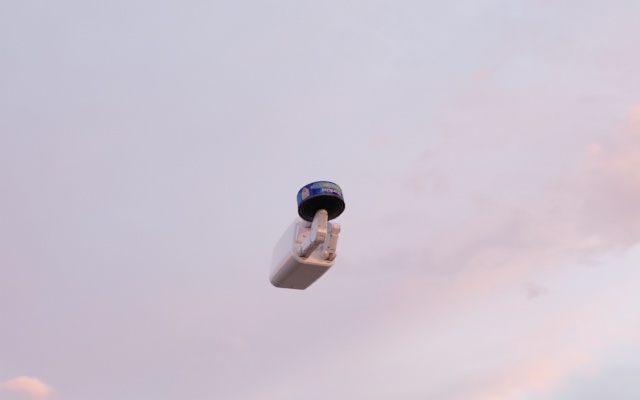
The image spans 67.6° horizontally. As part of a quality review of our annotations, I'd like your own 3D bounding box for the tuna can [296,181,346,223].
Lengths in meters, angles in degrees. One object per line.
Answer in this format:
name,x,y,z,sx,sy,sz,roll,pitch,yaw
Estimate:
tuna can,0.000,0.002,0.854,0.086,0.033,0.086,-6,-36,-4
